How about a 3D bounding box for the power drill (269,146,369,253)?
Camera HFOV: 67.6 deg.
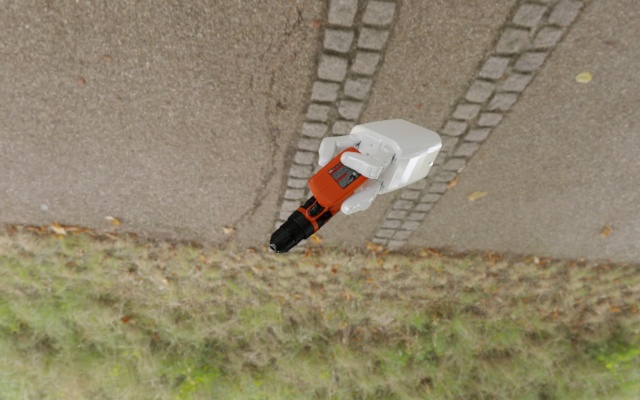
[{"bbox_3d":[0.000,0.002,0.765,0.184,0.057,0.188,-41,-5,-24],"label":"power drill"}]
